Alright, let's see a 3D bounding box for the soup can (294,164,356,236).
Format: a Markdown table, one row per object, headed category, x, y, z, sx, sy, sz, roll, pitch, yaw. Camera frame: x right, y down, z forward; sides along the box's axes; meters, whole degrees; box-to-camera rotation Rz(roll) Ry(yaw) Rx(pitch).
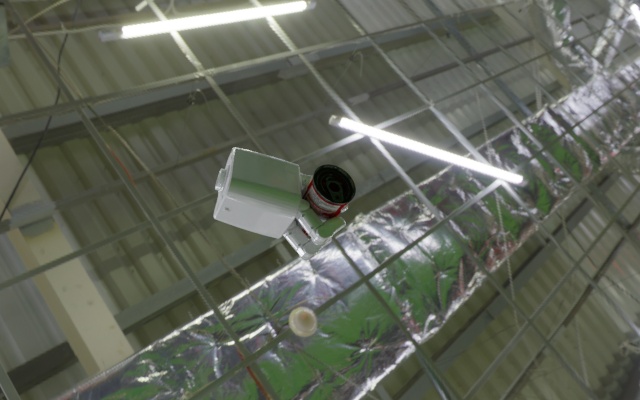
| category | x | y | z | sx | sy | sz | roll | pitch | yaw |
| --- | --- | --- | --- | --- | --- | --- | --- | --- | --- |
| soup can | 0.000 | 0.003 | 0.722 | 0.068 | 0.068 | 0.102 | 0 | -32 | -28 |
